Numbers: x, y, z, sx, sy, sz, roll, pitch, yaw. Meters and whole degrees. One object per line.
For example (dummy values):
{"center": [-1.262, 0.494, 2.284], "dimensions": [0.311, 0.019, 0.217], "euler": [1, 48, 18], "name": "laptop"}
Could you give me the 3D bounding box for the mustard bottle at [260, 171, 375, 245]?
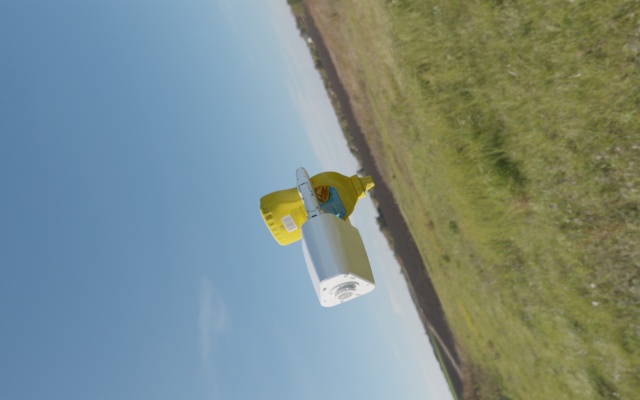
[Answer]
{"center": [0.000, 0.003, 0.811], "dimensions": [0.191, 0.096, 0.058], "euler": [-22, 31, 6], "name": "mustard bottle"}
